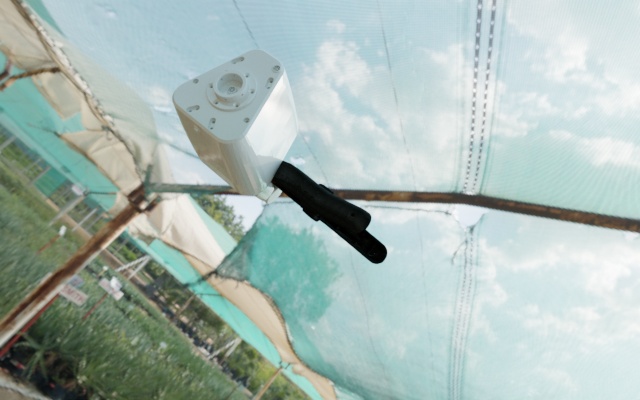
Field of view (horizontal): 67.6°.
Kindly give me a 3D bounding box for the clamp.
[{"bbox_3d":[0.000,0.001,0.517,0.171,0.039,0.120,35,-16,18],"label":"clamp"}]
